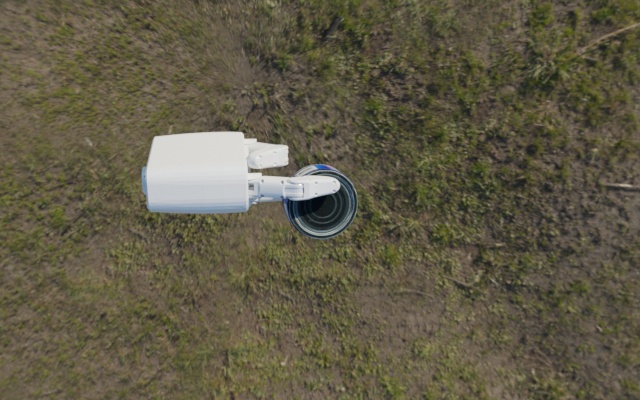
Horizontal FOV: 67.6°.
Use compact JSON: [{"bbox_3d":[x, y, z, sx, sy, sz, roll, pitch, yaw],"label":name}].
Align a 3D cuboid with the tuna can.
[{"bbox_3d":[0.000,0.002,0.563,0.086,0.086,0.033,0,13,-14],"label":"tuna can"}]
